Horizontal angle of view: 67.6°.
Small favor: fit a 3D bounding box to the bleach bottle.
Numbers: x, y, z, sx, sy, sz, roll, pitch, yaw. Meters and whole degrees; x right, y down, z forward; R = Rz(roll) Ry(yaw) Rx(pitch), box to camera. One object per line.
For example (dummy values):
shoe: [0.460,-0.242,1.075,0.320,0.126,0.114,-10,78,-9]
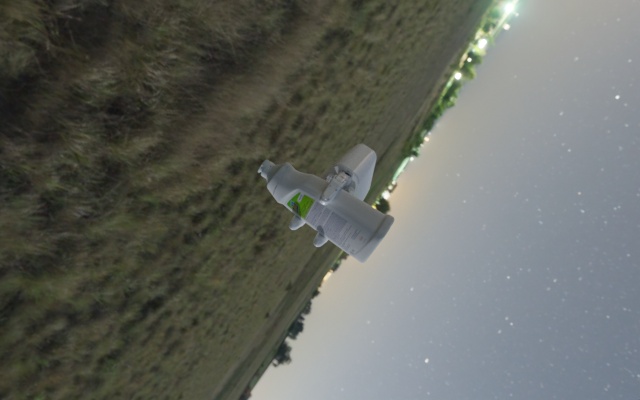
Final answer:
bleach bottle: [0.000,0.003,0.849,0.251,0.103,0.068,35,42,5]
